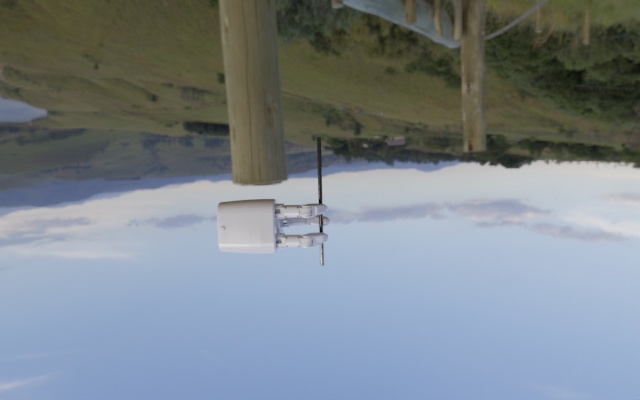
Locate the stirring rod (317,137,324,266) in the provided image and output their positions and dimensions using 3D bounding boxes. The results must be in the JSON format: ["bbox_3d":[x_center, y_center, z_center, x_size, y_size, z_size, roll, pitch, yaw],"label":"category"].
[{"bbox_3d":[0.000,0.003,0.891,0.011,0.239,0.011,-2,6,0],"label":"stirring rod"}]
